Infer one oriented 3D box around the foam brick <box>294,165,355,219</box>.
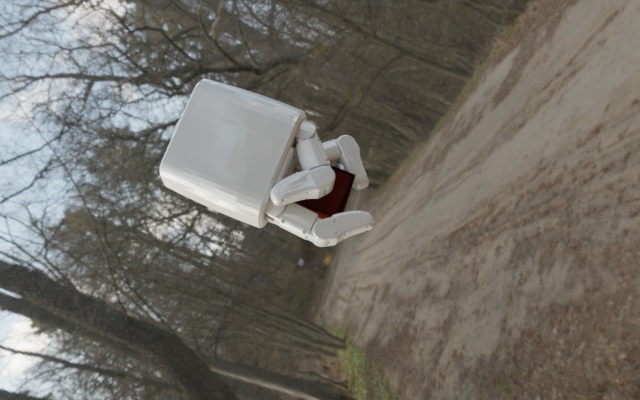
[{"bbox_3d":[0.000,0.002,0.496,0.051,0.053,0.078,20,-24,4],"label":"foam brick"}]
